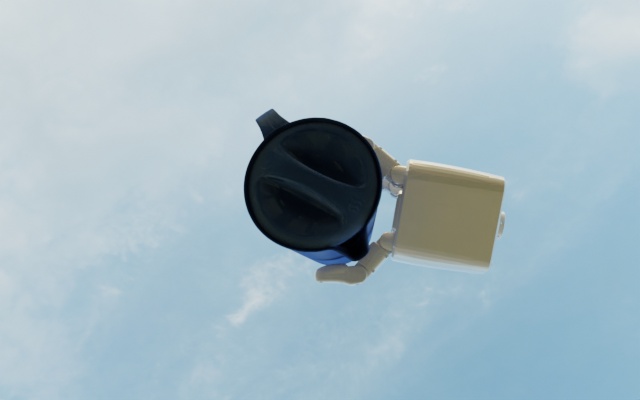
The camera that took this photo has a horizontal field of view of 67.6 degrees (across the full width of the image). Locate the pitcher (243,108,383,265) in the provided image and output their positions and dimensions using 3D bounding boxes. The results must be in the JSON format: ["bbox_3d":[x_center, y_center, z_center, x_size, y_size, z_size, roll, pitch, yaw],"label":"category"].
[{"bbox_3d":[0.000,0.002,0.563,0.145,0.149,0.243,8,-13,9],"label":"pitcher"}]
